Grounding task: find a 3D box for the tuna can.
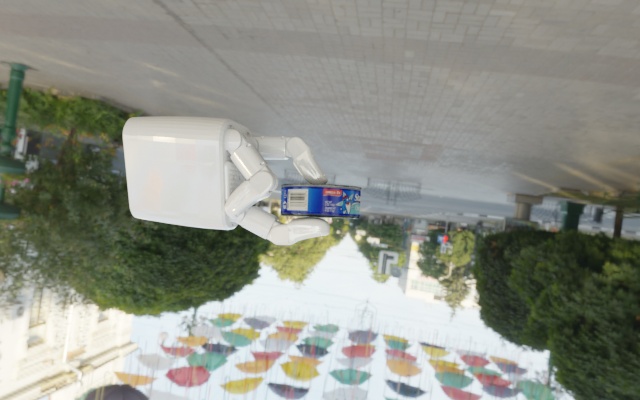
[{"bbox_3d":[0.000,0.002,0.506,0.086,0.034,0.086,2,-2,0],"label":"tuna can"}]
